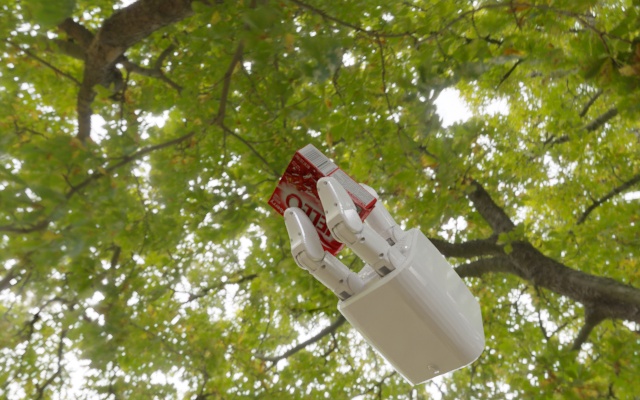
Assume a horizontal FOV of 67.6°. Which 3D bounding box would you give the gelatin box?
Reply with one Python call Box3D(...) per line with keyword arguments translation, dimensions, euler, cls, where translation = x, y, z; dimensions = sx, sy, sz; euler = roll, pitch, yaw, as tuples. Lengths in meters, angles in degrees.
Box3D(translation=(0.000, 0.001, 0.465), dimensions=(0.089, 0.073, 0.030), euler=(41, 38, 10), cls="gelatin box")
